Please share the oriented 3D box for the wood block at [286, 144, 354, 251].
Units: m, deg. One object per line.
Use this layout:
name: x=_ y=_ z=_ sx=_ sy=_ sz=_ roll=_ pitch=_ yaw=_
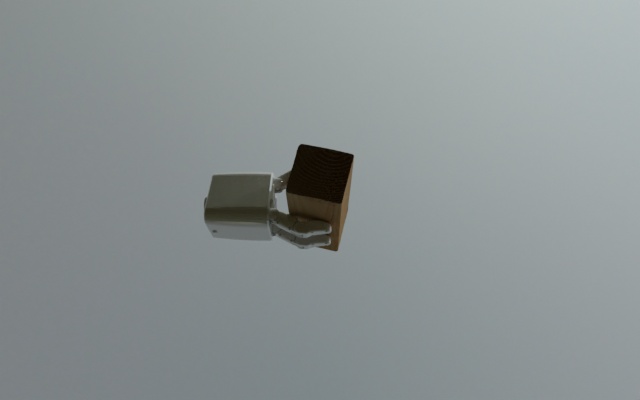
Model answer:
wood block: x=0.000 y=0.002 z=0.814 sx=0.090 sy=0.090 sz=0.206 roll=12 pitch=-25 yaw=6
